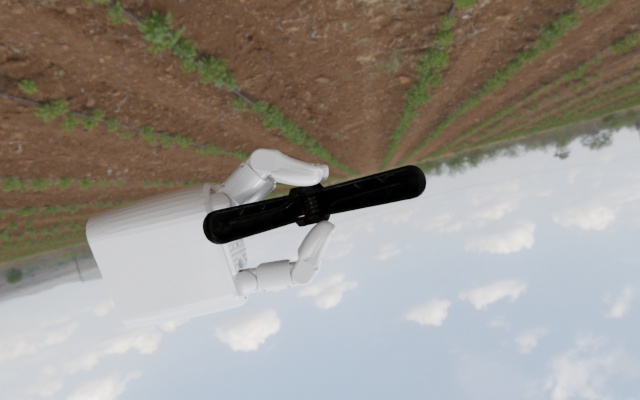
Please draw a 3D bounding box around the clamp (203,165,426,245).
[{"bbox_3d":[0.000,0.002,0.430,0.164,0.036,0.210,-12,0,2],"label":"clamp"}]
